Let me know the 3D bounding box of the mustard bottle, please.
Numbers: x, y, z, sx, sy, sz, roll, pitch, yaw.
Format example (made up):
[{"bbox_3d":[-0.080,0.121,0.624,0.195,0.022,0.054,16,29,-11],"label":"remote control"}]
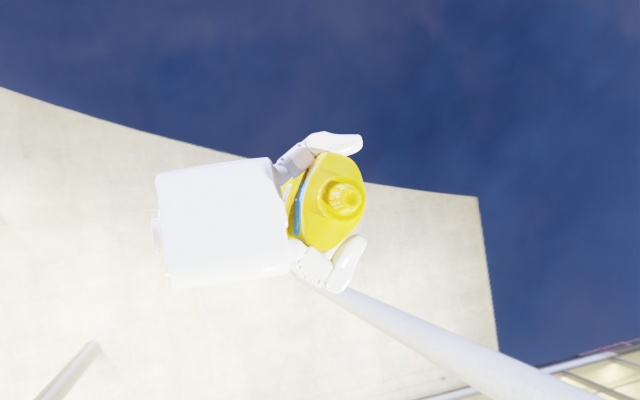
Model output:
[{"bbox_3d":[0.000,0.002,0.476,0.058,0.096,0.191,17,-7,-13],"label":"mustard bottle"}]
